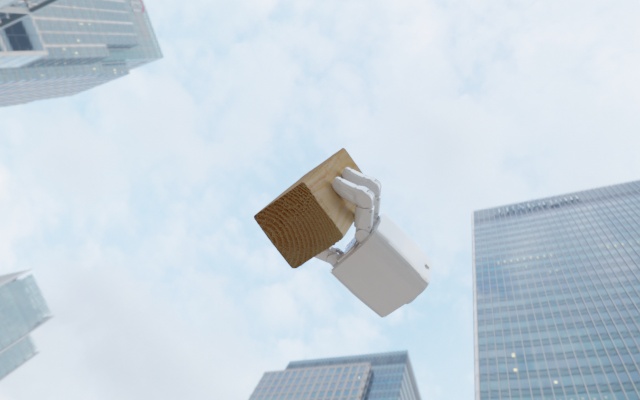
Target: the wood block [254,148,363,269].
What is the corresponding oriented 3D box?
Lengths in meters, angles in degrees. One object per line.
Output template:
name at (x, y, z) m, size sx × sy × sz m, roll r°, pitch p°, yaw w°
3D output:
wood block at (0.000, 0.003, 0.695) m, size 0.091 × 0.090 × 0.206 m, roll -35°, pitch 5°, yaw 24°
